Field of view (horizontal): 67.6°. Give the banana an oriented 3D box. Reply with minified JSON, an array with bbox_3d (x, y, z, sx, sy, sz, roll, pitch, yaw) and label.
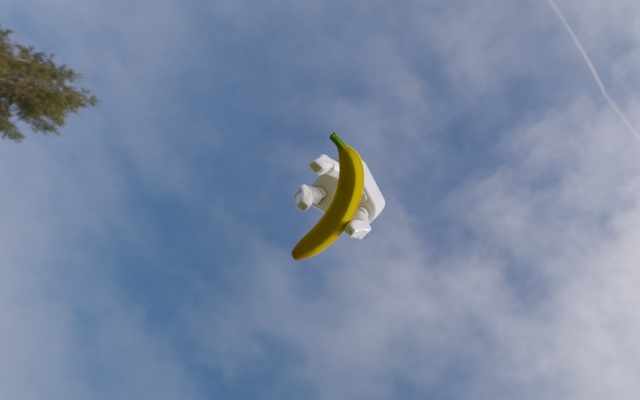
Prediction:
[{"bbox_3d":[0.018,0.006,0.688,0.069,0.198,0.037,21,14,8],"label":"banana"}]
